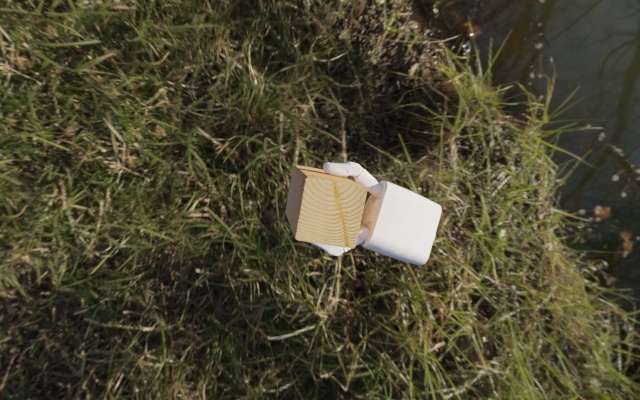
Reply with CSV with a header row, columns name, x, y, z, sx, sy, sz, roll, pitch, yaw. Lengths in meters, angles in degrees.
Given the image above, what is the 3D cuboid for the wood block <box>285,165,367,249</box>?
name,x,y,z,sx,sy,sz,roll,pitch,yaw
wood block,0.001,0.002,0.761,0.090,0.091,0.206,10,7,-10
